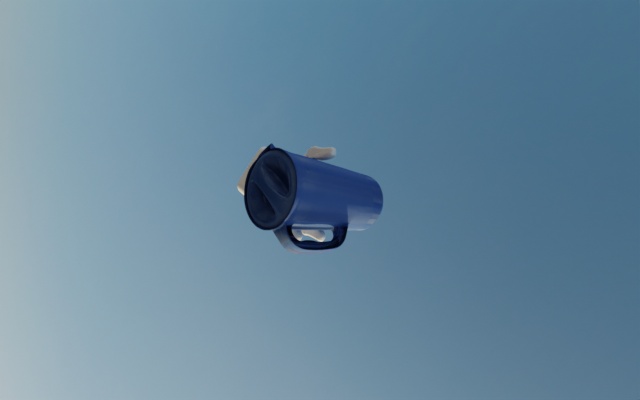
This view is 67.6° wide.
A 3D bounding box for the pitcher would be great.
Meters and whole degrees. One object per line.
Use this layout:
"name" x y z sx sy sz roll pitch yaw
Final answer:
"pitcher" 0.000 0.003 0.834 0.243 0.149 0.145 8 14 -44
